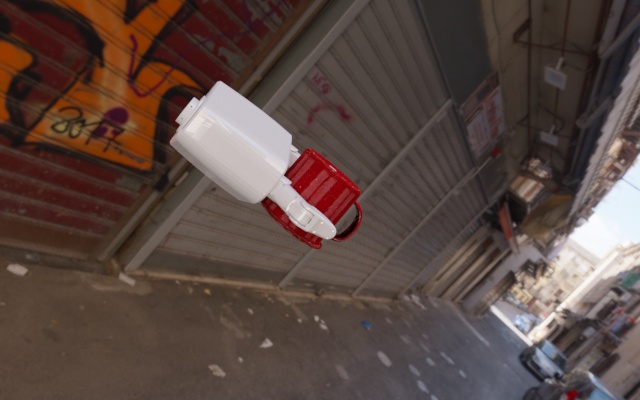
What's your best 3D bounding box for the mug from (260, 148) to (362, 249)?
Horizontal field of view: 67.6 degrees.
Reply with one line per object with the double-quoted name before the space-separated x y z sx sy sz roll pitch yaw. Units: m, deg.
"mug" 0.001 0.002 0.548 0.117 0.081 0.093 38 8 -21
